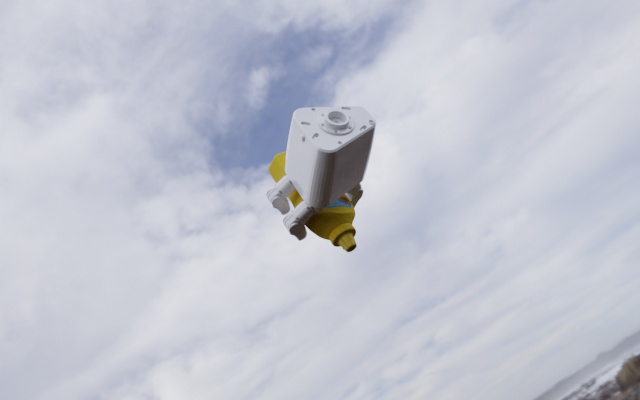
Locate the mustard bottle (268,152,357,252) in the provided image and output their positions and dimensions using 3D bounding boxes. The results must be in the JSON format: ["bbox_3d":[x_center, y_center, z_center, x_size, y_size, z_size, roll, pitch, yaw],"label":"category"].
[{"bbox_3d":[0.000,0.002,0.742,0.096,0.058,0.191,0,44,-42],"label":"mustard bottle"}]
